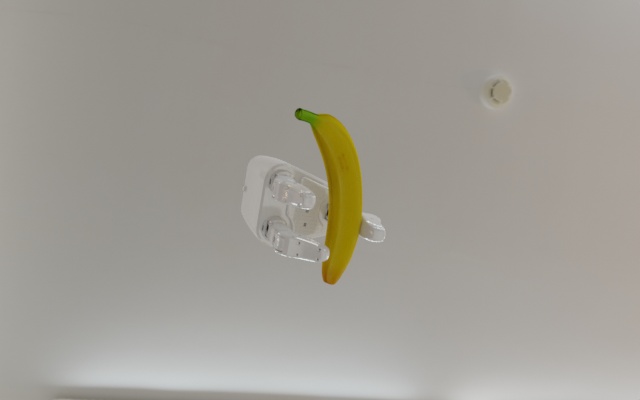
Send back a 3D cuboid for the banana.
[{"bbox_3d":[0.015,-0.008,0.502,0.069,0.198,0.037,-22,25,-26],"label":"banana"}]
